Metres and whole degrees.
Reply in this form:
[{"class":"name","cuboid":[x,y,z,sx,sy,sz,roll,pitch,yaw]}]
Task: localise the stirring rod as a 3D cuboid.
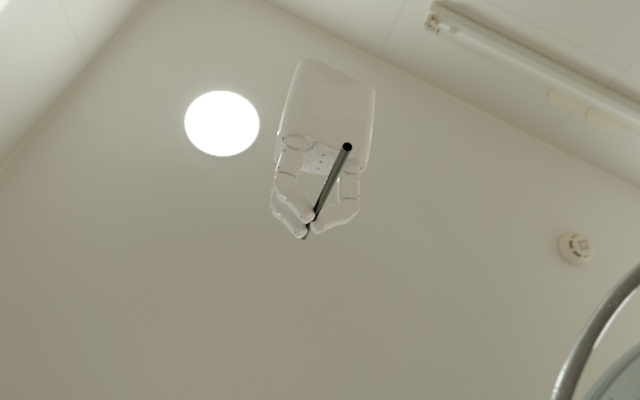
[{"class":"stirring rod","cuboid":[0.000,0.001,0.483,0.011,0.011,0.240,0,-21,-11]}]
